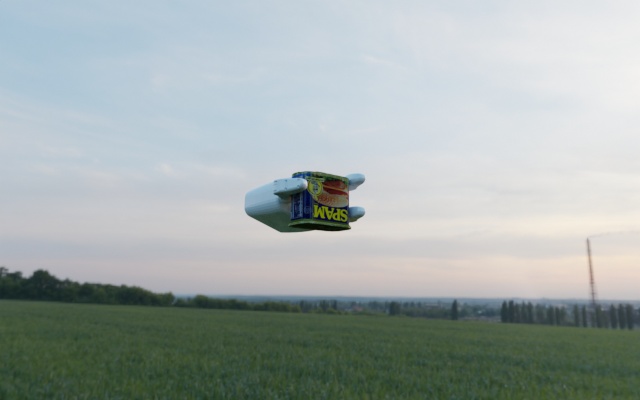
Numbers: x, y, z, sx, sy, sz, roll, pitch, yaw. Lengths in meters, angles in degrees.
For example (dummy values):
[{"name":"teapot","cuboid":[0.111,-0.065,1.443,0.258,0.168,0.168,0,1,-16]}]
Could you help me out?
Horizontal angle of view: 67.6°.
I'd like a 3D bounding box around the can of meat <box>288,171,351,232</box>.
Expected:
[{"name":"can of meat","cuboid":[0.000,0.002,0.761,0.102,0.084,0.057,10,-15,-37]}]
